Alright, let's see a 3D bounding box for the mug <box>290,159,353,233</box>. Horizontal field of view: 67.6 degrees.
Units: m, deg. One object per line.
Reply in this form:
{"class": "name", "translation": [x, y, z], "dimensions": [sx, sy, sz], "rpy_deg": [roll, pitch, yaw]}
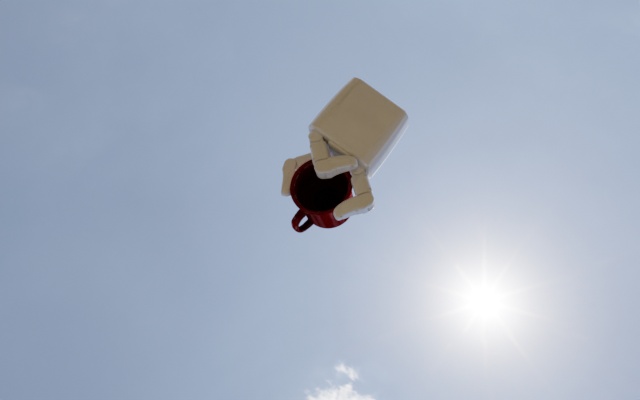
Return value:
{"class": "mug", "translation": [-0.001, 0.004, 0.726], "dimensions": [0.093, 0.117, 0.081], "rpy_deg": [34, -13, 21]}
